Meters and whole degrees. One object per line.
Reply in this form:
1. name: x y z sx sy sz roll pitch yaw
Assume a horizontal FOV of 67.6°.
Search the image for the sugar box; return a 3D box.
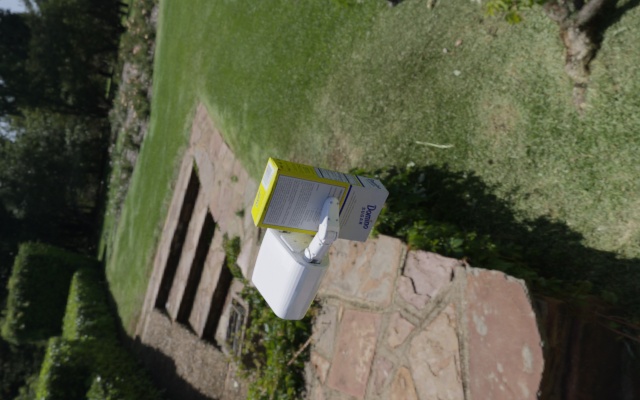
1. sugar box: 0.000 0.002 0.684 0.176 0.093 0.048 10 28 -27
